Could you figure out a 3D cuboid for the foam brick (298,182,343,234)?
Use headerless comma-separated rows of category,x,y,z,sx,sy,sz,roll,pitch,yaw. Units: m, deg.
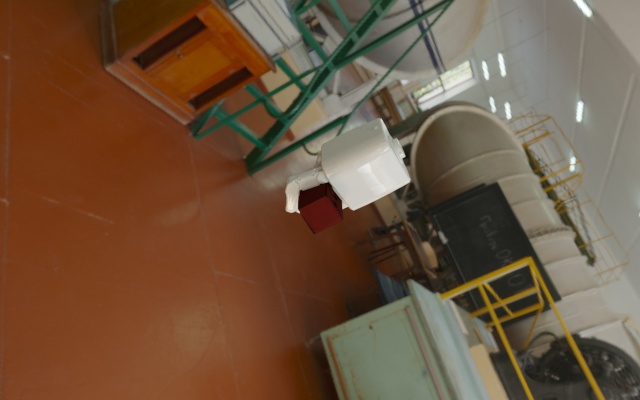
foam brick,0.000,0.003,0.741,0.051,0.053,0.078,-25,29,15
